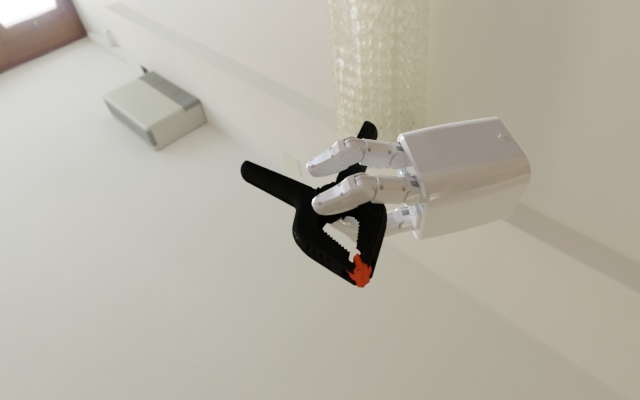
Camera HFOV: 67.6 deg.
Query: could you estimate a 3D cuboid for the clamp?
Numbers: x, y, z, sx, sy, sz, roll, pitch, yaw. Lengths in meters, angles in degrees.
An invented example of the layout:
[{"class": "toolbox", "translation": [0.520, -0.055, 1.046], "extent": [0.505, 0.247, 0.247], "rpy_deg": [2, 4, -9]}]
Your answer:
[{"class": "clamp", "translation": [0.001, 0.002, 0.493], "extent": [0.164, 0.209, 0.036], "rpy_deg": [-15, -45, 2]}]
